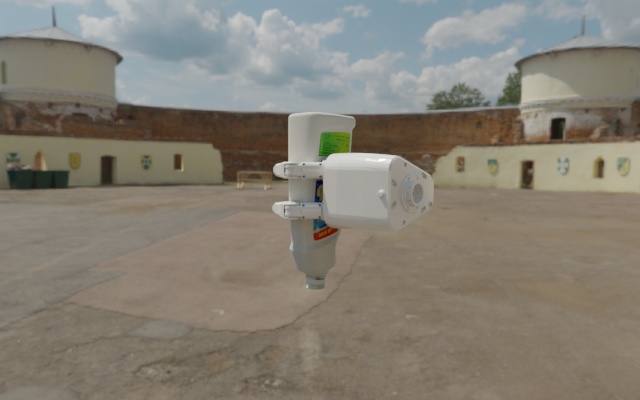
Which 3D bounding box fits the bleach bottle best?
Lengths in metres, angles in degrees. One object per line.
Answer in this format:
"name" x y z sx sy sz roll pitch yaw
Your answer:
"bleach bottle" 0.000 0.002 0.698 0.068 0.251 0.102 4 6 43
